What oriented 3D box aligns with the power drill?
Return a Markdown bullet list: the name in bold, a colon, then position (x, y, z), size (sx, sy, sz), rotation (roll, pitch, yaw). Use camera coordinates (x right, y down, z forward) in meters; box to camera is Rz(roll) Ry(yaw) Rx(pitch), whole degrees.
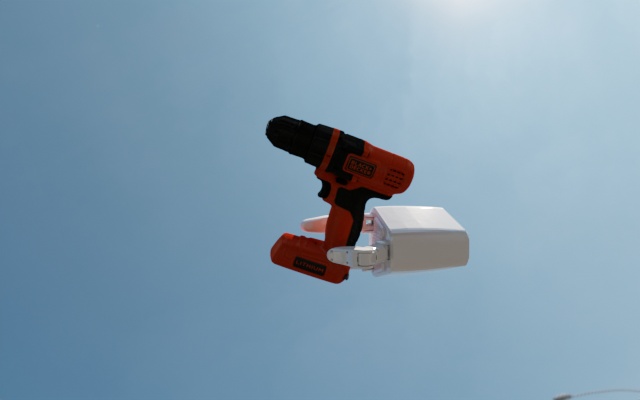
- **power drill**: position (0.000, 0.002, 0.593), size (0.184, 0.188, 0.057), rotation (20, 24, -4)
